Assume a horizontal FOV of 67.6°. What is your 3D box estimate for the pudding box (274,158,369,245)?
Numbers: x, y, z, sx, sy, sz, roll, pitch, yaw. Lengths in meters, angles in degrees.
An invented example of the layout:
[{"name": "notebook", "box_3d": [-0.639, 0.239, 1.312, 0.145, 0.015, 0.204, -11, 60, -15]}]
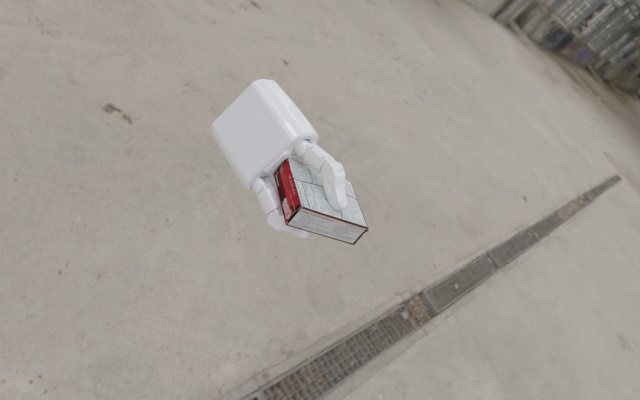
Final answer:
[{"name": "pudding box", "box_3d": [0.000, 0.002, 0.613, 0.113, 0.090, 0.039, 17, -51, -33]}]
